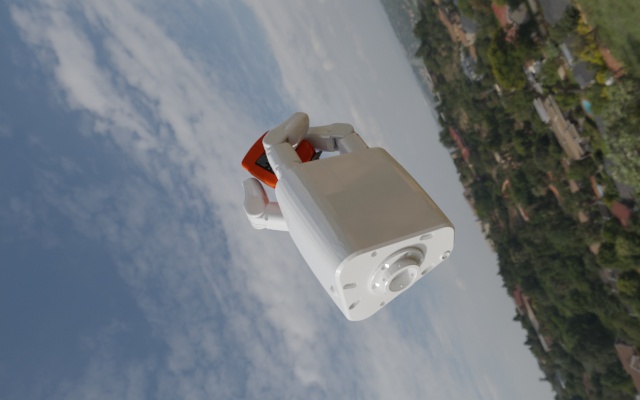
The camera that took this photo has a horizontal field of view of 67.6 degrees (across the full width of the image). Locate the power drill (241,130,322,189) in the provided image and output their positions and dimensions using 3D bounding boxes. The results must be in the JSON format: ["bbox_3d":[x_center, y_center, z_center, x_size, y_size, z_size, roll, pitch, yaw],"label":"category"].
[{"bbox_3d":[0.000,0.002,0.542,0.188,0.057,0.184,42,-10,-33],"label":"power drill"}]
